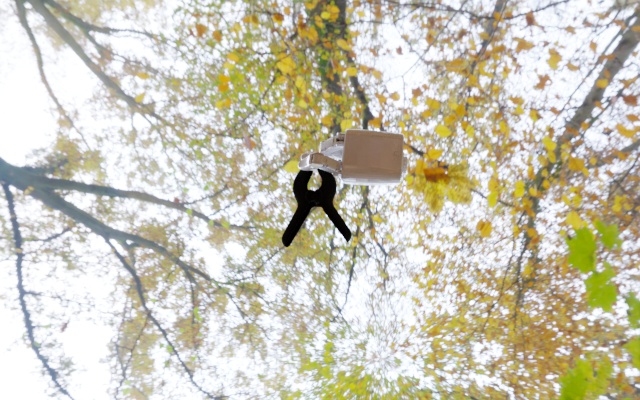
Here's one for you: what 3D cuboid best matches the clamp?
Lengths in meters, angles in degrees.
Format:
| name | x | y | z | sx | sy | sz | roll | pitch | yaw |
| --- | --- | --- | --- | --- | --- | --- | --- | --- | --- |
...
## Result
| name | x | y | z | sx | sy | sz | roll | pitch | yaw |
| --- | --- | --- | --- | --- | --- | --- | --- | --- | --- |
| clamp | 0.000 | 0.003 | 0.841 | 0.120 | 0.171 | 0.039 | 5 | -17 | 6 |
